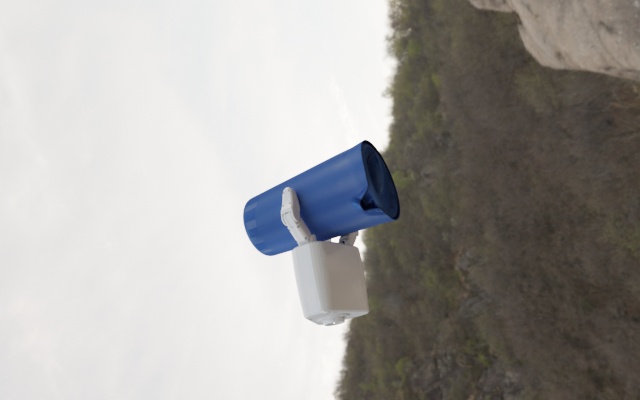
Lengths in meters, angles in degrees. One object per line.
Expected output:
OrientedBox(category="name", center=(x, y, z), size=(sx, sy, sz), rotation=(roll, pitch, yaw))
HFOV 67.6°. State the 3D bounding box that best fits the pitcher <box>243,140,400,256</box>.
OrientedBox(category="pitcher", center=(0.000, 0.003, 0.790), size=(0.243, 0.145, 0.149), rotation=(-22, -26, 24))
